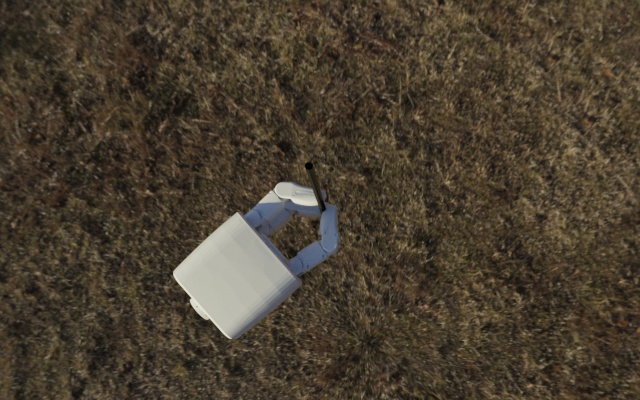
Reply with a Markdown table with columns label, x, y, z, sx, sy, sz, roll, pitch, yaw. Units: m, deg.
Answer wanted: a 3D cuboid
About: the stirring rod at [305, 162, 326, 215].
| label | x | y | z | sx | sy | sz | roll | pitch | yaw |
| --- | --- | --- | --- | --- | --- | --- | --- | --- | --- |
| stirring rod | 0.000 | 0.002 | 0.559 | 0.011 | 0.011 | 0.240 | 0 | -16 | 5 |
